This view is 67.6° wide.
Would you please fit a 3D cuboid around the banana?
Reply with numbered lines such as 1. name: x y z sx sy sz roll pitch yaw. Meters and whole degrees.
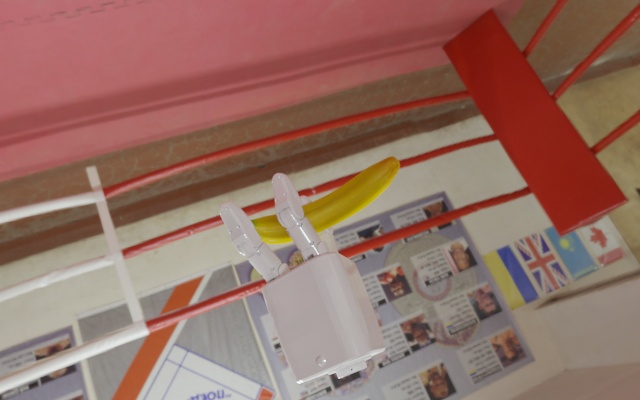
1. banana: 0.002 0.009 0.541 0.198 0.037 0.070 -23 -23 7
